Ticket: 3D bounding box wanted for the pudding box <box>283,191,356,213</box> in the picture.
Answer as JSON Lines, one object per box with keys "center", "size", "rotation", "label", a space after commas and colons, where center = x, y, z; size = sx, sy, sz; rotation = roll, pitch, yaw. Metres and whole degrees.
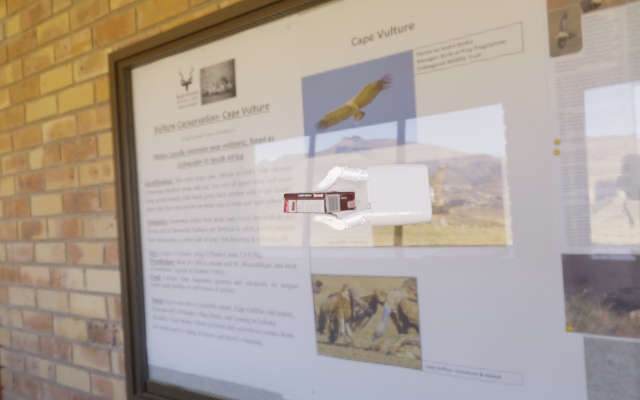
{"center": [0.000, 0.003, 0.862], "size": [0.090, 0.039, 0.113], "rotation": [-2, -1, 30], "label": "pudding box"}
